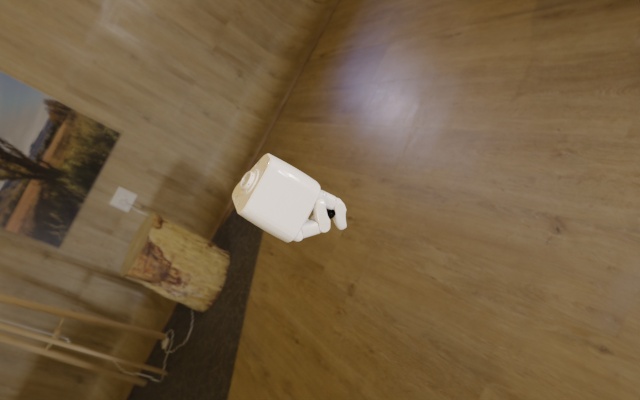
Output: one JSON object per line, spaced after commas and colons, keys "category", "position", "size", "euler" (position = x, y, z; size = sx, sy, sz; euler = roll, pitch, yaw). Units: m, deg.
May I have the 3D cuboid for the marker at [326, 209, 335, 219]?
{"category": "marker", "position": [0.000, 0.003, 0.887], "size": [0.020, 0.020, 0.121], "euler": [0, 23, -20]}
